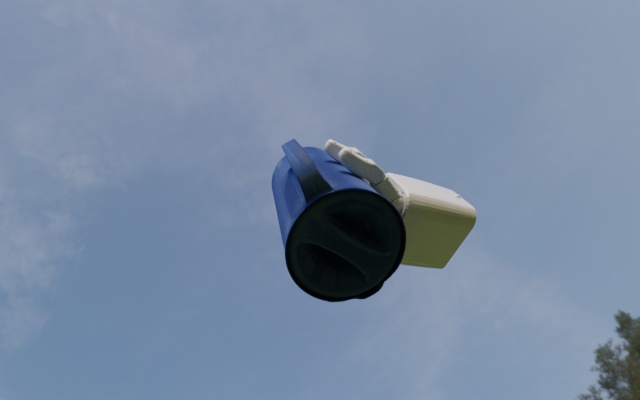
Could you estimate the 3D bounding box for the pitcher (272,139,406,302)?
[{"bbox_3d":[0.000,0.002,0.604,0.145,0.149,0.242,12,17,-18],"label":"pitcher"}]
